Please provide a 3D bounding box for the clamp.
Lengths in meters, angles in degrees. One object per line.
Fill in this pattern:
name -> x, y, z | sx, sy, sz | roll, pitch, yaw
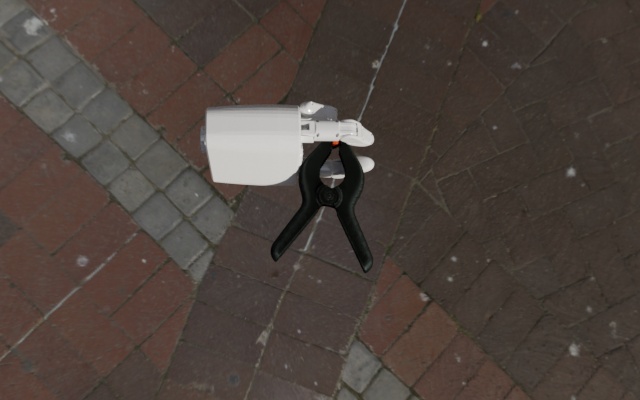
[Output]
clamp -> 0.000, 0.002, 0.570 | 0.120, 0.171, 0.039 | 0, -9, -7
